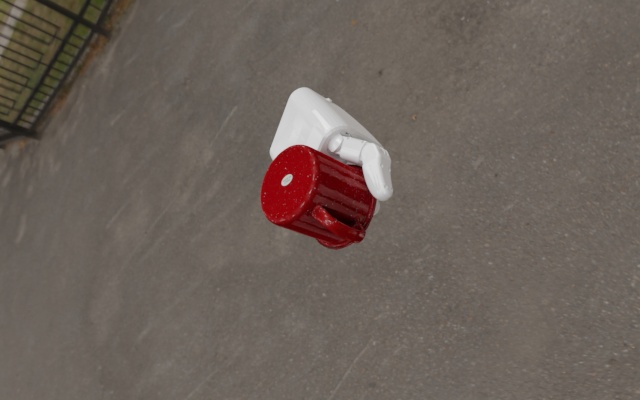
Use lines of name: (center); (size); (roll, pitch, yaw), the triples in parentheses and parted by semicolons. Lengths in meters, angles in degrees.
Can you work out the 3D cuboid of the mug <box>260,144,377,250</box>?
mug: (0.001, 0.002, 0.466); (0.081, 0.093, 0.117); (22, 21, -42)
